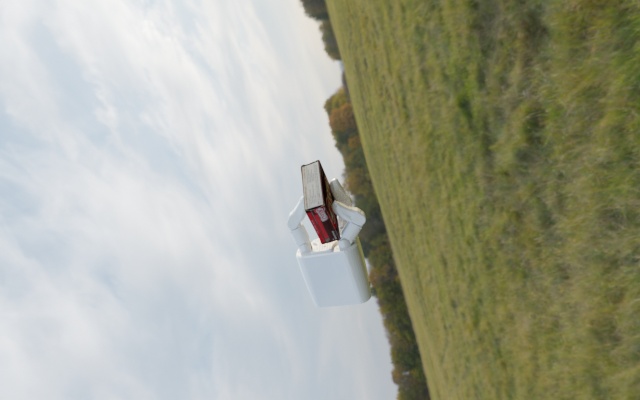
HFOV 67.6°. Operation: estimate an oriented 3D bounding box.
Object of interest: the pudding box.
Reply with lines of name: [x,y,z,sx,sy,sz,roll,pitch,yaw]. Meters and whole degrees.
pudding box: [0.000,0.003,0.798,0.039,0.113,0.090,-17,-46,7]
